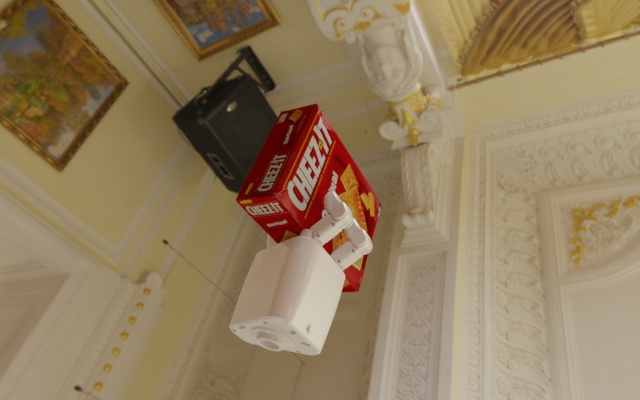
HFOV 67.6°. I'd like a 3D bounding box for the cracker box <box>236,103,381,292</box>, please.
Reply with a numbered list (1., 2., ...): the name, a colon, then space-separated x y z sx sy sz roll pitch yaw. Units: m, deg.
1. cracker box: 0.000 0.002 0.657 0.072 0.164 0.214 -7 -44 33
